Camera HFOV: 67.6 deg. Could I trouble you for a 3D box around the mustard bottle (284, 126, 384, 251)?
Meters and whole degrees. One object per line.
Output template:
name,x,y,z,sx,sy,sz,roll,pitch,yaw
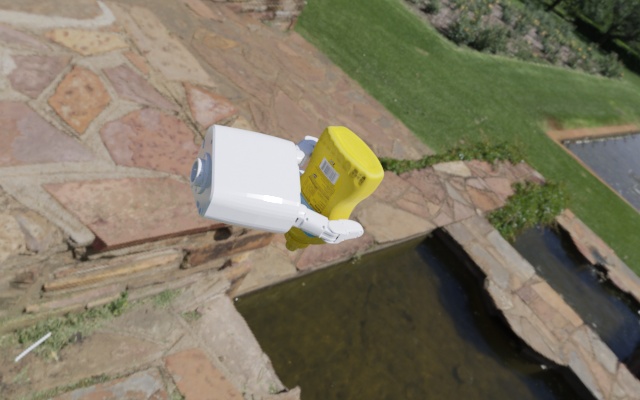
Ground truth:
mustard bottle,0.000,0.002,0.635,0.058,0.096,0.192,-11,-36,-46
